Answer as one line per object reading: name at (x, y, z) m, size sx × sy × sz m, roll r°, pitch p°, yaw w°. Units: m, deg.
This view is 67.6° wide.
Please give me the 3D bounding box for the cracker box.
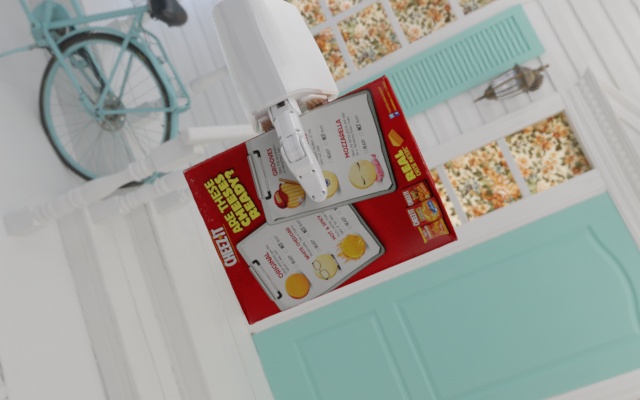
cracker box at (0.000, 0.001, 0.470) m, size 0.214 × 0.164 × 0.072 m, roll -24°, pitch -2°, yaw 10°
